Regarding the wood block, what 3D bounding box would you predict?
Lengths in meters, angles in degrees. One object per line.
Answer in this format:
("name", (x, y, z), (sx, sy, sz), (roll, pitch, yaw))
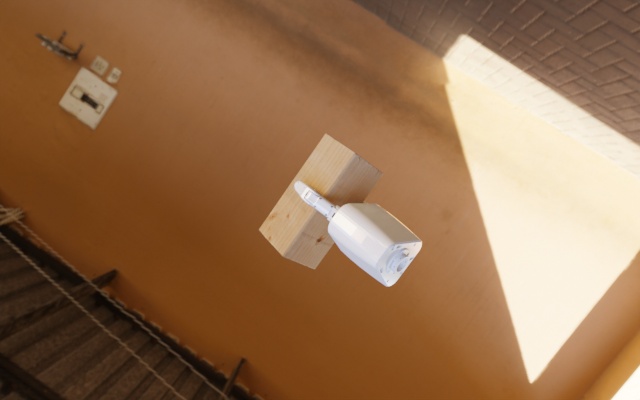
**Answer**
("wood block", (0.000, 0.003, 0.827), (0.091, 0.206, 0.090), (30, 8, -45))
